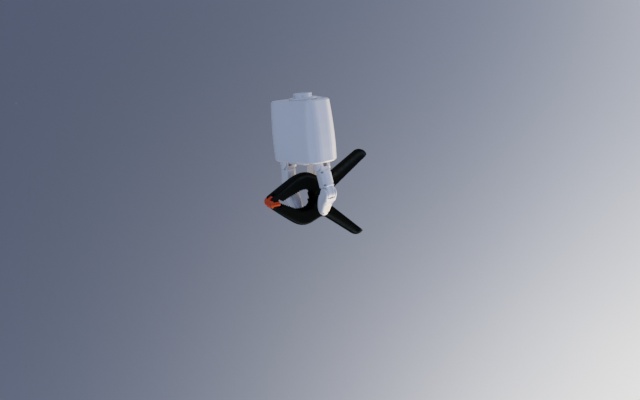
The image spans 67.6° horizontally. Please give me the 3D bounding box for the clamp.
[{"bbox_3d":[0.000,0.003,0.866,0.210,0.164,0.036,-15,19,-29],"label":"clamp"}]
